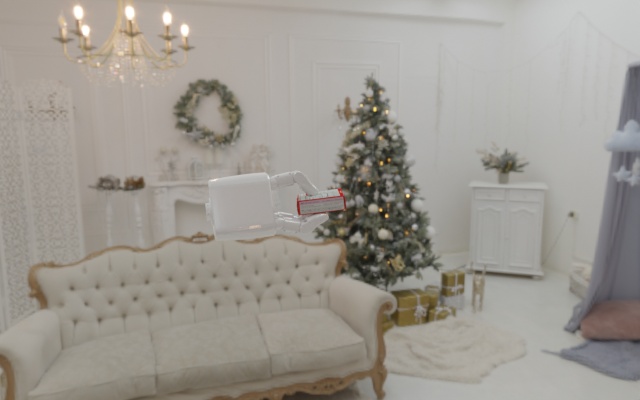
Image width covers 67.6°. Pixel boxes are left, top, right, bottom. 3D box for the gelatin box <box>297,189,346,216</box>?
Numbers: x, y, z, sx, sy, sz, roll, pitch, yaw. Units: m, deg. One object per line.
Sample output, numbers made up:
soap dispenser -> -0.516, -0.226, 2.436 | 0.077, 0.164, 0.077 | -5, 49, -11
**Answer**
gelatin box -> 0.000, 0.002, 0.892 | 0.089, 0.030, 0.073 | -8, 11, -1
